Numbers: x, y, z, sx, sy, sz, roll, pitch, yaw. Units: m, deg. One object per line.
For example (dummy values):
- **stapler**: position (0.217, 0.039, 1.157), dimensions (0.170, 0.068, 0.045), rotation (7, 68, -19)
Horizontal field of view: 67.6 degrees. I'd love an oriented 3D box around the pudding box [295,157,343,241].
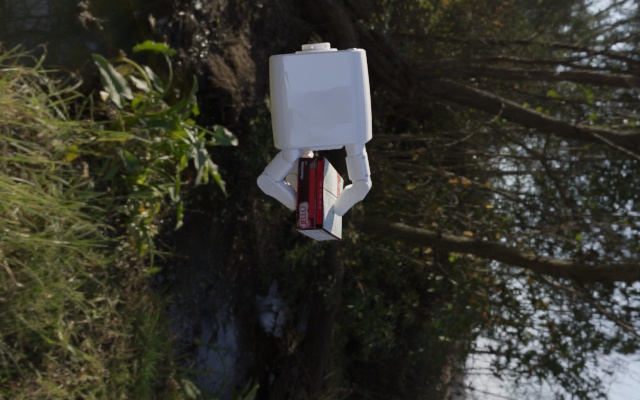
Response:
- **pudding box**: position (0.000, 0.002, 0.611), dimensions (0.039, 0.090, 0.113), rotation (-1, -12, 16)
